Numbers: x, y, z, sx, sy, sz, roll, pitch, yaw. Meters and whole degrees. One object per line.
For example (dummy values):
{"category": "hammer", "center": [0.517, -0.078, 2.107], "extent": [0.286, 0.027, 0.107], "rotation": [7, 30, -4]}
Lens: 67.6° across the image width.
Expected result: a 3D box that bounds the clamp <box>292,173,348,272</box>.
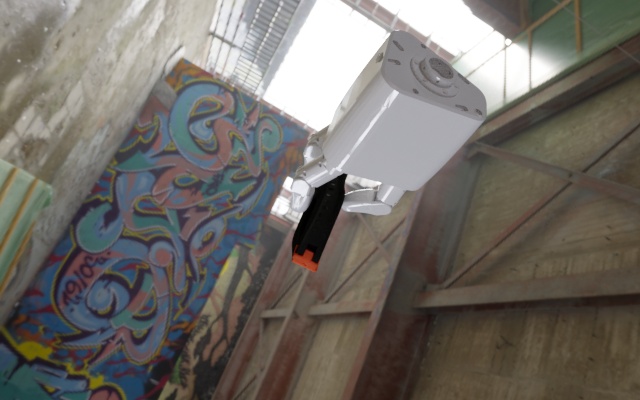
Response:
{"category": "clamp", "center": [0.001, 0.002, 0.561], "extent": [0.036, 0.209, 0.165], "rotation": [26, -42, -8]}
